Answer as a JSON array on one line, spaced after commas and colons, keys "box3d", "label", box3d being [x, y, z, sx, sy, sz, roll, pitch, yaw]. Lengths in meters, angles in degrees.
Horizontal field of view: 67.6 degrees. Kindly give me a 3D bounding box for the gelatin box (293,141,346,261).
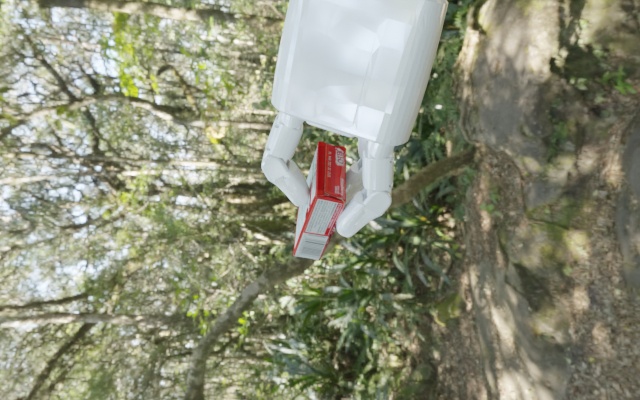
[{"box3d": [0.000, 0.002, 0.453, 0.030, 0.073, 0.089, 13, -46, -9], "label": "gelatin box"}]
